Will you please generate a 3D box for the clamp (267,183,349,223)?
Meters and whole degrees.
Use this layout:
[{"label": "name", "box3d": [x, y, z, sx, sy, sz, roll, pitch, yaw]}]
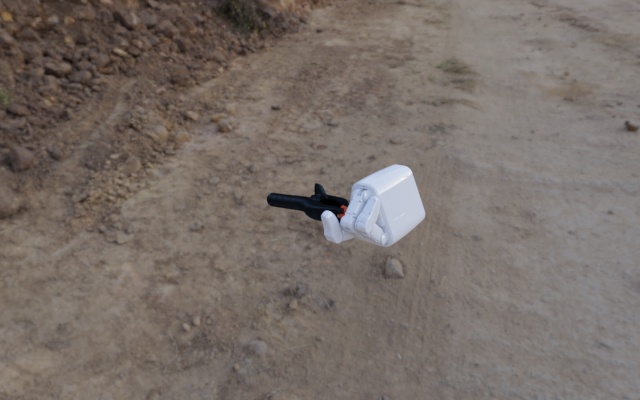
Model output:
[{"label": "clamp", "box3d": [0.000, 0.002, 0.849, 0.171, 0.039, 0.120, 19, 33, 41]}]
